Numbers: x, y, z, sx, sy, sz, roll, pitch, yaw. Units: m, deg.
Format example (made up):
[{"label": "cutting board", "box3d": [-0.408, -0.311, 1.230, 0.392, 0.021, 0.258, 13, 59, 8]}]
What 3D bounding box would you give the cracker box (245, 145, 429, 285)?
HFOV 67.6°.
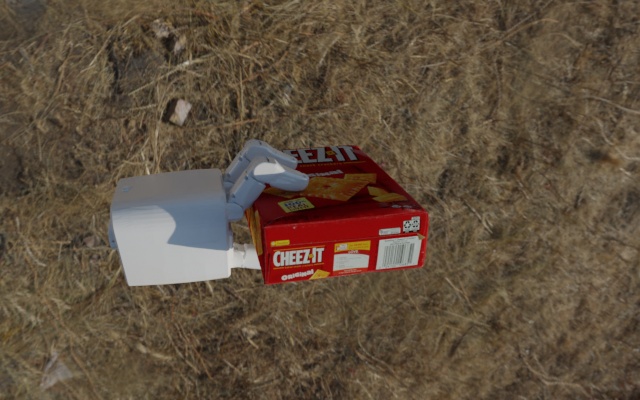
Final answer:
[{"label": "cracker box", "box3d": [0.000, 0.002, 0.538, 0.164, 0.072, 0.213, -4, 25, -14]}]
